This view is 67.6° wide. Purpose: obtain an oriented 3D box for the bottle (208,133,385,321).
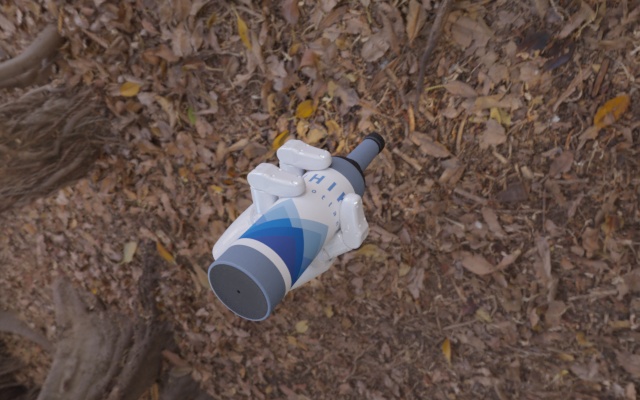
[{"bbox_3d":[0.000,0.002,0.512,0.069,0.069,0.295,0,32,35],"label":"bottle"}]
